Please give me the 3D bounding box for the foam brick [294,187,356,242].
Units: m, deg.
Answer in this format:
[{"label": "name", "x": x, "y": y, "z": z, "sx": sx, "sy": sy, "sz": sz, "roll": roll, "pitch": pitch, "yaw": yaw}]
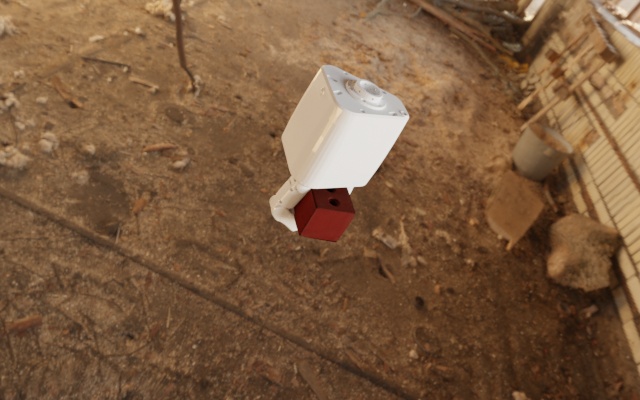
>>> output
[{"label": "foam brick", "x": 0.000, "y": 0.002, "z": 0.574, "sx": 0.053, "sy": 0.078, "sz": 0.051, "roll": 11, "pitch": -48, "yaw": -28}]
